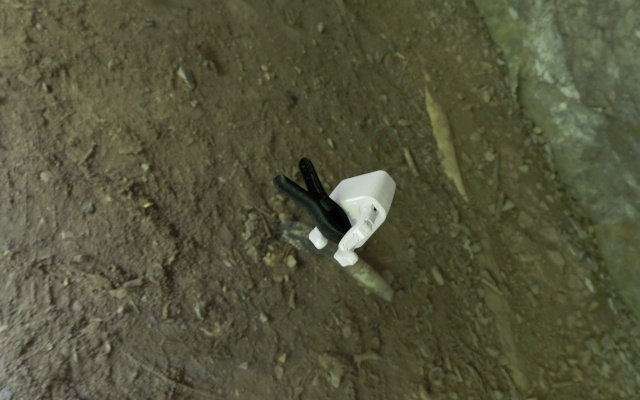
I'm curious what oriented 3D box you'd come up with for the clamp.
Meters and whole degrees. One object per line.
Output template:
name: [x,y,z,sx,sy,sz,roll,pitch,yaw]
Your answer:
clamp: [0.001,0.002,0.790,0.039,0.171,0.120,-33,15,34]
